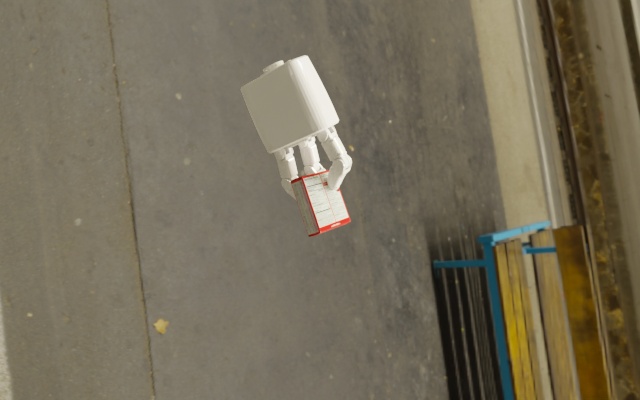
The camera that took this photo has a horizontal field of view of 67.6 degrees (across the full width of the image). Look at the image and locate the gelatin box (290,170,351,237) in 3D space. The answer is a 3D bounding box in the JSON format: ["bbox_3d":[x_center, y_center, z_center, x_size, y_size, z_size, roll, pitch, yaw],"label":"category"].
[{"bbox_3d":[0.001,0.003,0.722,0.030,0.089,0.073,-21,-3,43],"label":"gelatin box"}]
